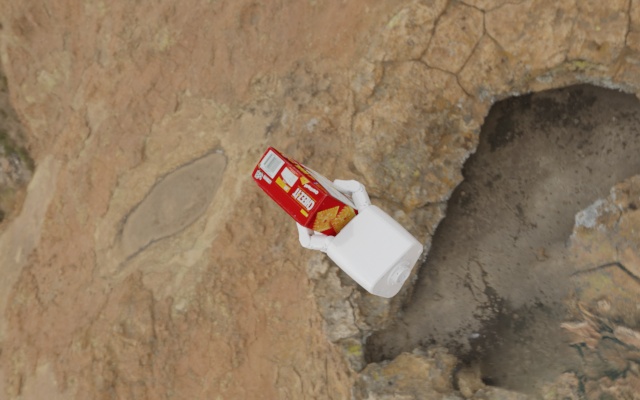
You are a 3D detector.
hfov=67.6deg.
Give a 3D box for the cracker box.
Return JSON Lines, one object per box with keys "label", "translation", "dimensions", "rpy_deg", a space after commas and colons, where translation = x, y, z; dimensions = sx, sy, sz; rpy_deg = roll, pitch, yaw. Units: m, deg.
{"label": "cracker box", "translation": [0.000, 0.003, 0.855], "dimensions": [0.164, 0.072, 0.214], "rpy_deg": [41, 9, 36]}
